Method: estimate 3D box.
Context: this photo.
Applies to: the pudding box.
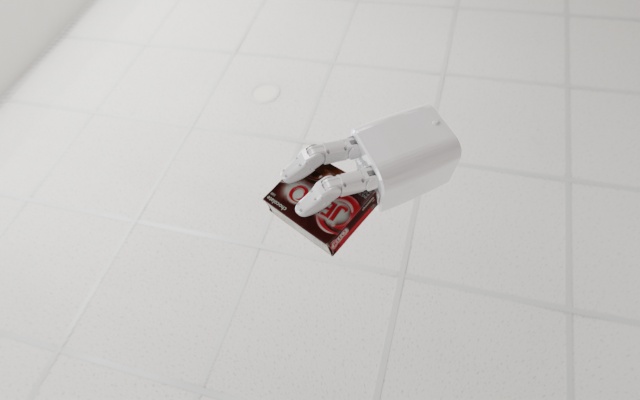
[{"bbox_3d":[0.000,0.002,0.591,0.113,0.090,0.039,32,-21,30],"label":"pudding box"}]
